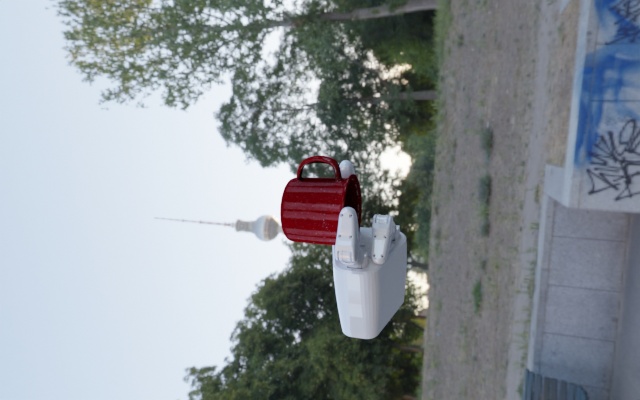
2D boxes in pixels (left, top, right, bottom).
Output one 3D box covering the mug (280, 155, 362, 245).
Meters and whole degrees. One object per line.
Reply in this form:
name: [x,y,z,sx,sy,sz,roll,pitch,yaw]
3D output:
mug: [0.000,0.001,0.584,0.081,0.117,0.093,2,25,18]
